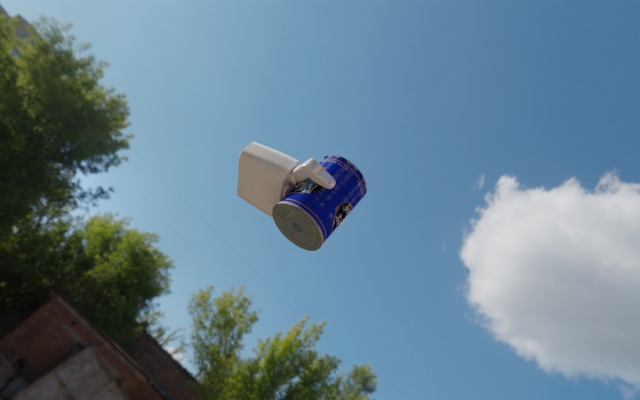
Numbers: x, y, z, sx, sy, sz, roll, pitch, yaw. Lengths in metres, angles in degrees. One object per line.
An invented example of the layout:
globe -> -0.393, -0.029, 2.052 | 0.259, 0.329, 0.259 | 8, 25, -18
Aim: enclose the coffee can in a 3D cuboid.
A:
coffee can -> 0.000, 0.003, 0.822 | 0.103, 0.103, 0.140 | 0, 38, 47
